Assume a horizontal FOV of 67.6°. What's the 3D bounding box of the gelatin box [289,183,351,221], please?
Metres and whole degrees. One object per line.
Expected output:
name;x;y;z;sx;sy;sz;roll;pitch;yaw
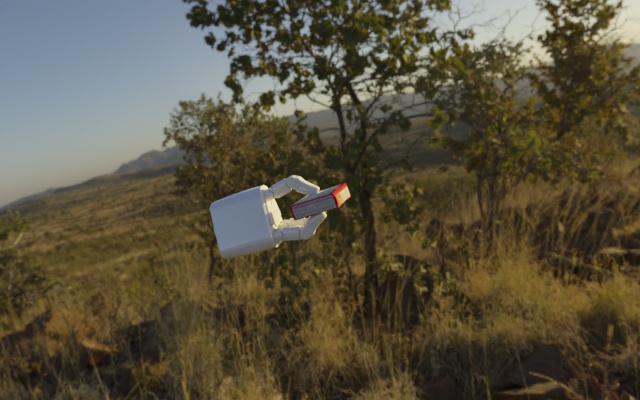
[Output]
gelatin box;0.000;0.002;0.839;0.089;0.030;0.073;-18;8;24
